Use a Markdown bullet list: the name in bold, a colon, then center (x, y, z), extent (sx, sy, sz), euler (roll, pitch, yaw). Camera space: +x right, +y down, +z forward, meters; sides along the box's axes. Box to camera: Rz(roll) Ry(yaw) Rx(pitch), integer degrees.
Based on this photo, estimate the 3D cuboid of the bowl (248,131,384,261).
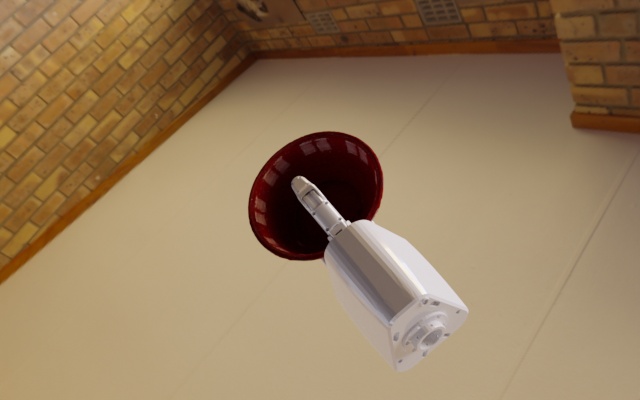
- **bowl**: center (0.000, 0.001, 0.550), extent (0.162, 0.162, 0.055), euler (0, -26, 23)
